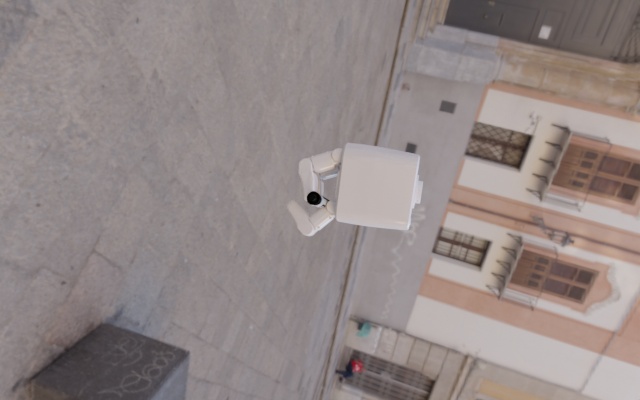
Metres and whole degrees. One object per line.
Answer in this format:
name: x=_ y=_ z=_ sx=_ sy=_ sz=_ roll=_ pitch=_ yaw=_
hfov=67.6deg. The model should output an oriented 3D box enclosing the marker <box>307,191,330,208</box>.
marker: x=0.000 y=0.002 z=0.689 sx=0.020 sy=0.020 sz=0.121 roll=0 pitch=-6 yaw=10
